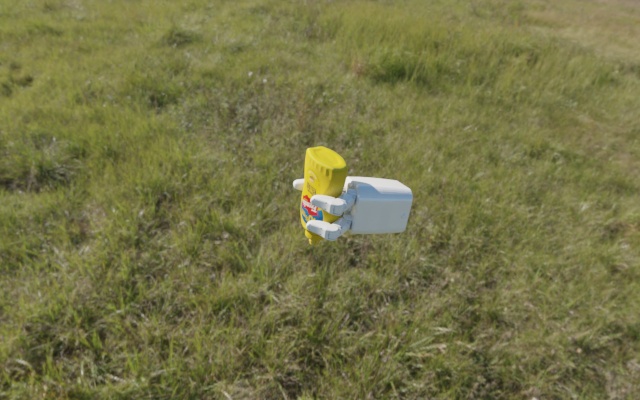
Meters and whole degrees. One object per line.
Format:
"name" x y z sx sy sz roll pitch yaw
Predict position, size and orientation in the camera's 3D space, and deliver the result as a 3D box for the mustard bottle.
"mustard bottle" 0.000 0.003 0.894 0.058 0.192 0.096 -13 36 -31
